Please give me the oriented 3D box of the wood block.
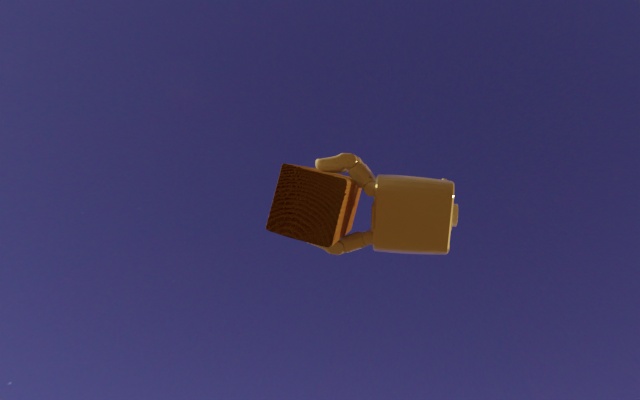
[{"bbox_3d":[0.000,0.003,0.696,0.090,0.091,0.206,15,4,10],"label":"wood block"}]
